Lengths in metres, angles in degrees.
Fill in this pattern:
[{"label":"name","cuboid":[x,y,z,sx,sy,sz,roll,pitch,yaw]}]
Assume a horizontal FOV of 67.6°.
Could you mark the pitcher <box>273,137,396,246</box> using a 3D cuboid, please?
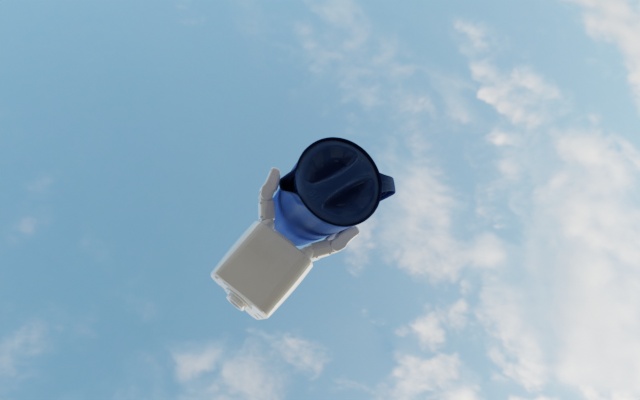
[{"label":"pitcher","cuboid":[0.000,0.003,0.780,0.149,0.145,0.243,41,-24,-5]}]
